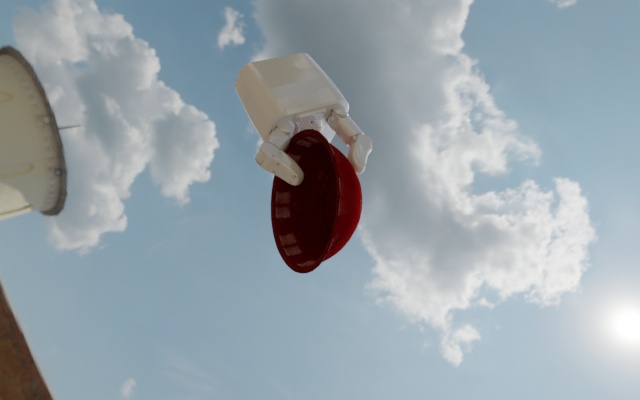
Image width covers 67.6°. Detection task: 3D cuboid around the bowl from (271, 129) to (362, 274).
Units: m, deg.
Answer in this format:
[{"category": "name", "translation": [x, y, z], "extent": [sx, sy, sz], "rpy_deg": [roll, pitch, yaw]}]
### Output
[{"category": "bowl", "translation": [0.001, 0.003, 0.548], "extent": [0.055, 0.162, 0.162], "rpy_deg": [4, -2, -30]}]
